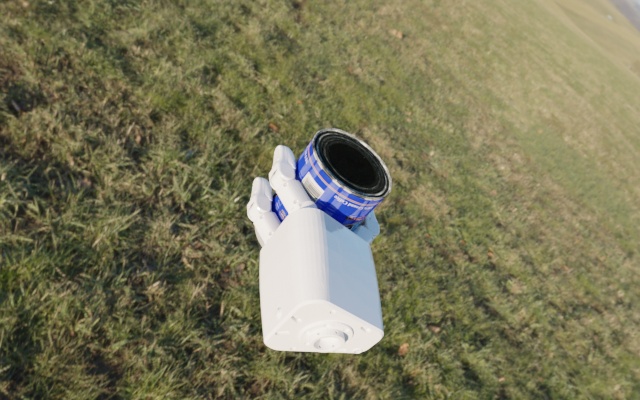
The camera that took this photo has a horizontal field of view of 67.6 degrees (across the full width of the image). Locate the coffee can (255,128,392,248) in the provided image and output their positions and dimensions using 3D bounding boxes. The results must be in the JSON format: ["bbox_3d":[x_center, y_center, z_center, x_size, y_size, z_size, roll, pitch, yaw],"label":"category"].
[{"bbox_3d":[0.000,0.002,0.553,0.103,0.102,0.140,0,-39,-41],"label":"coffee can"}]
